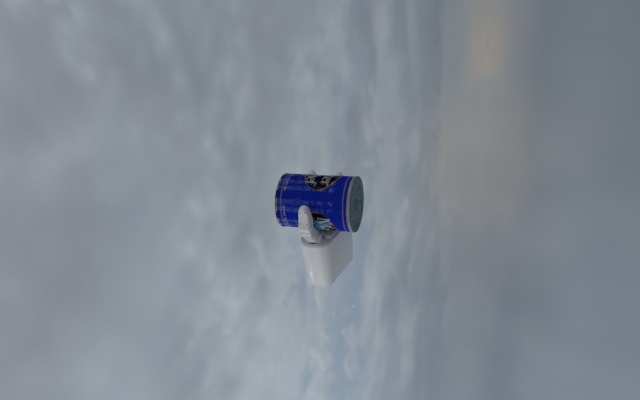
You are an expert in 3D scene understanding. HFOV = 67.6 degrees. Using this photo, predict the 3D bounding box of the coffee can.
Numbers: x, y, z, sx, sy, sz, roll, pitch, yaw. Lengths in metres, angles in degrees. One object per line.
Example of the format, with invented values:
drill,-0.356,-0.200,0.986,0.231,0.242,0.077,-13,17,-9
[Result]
coffee can,0.000,0.003,0.879,0.140,0.103,0.103,4,1,18
